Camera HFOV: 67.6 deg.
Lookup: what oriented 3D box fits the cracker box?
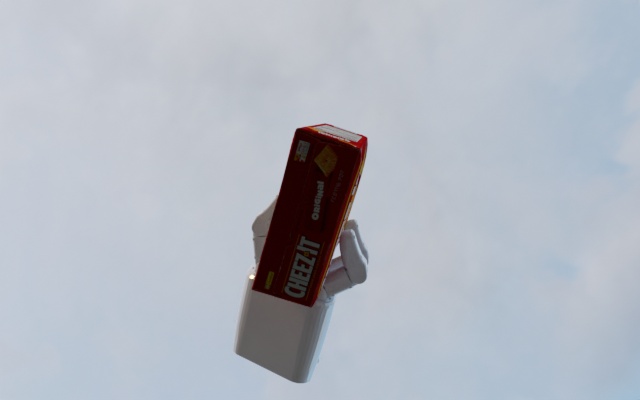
[{"bbox_3d":[0.000,0.002,0.542,0.072,0.164,0.213,17,12,4],"label":"cracker box"}]
